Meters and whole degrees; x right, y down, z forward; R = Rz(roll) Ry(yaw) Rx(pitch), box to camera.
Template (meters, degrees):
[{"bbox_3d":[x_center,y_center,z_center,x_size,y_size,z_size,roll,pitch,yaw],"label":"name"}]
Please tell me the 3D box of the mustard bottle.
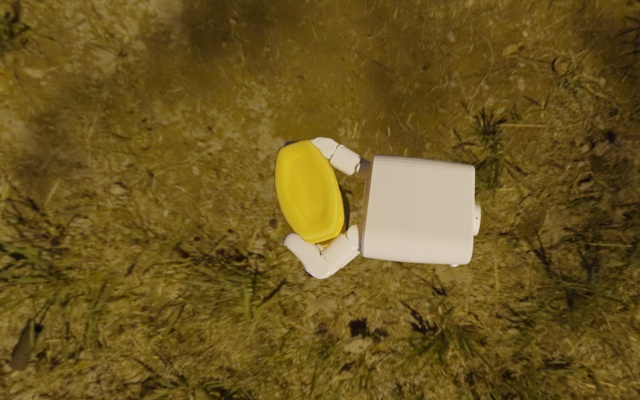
[{"bbox_3d":[0.000,0.002,0.528,0.058,0.096,0.191,-19,-10,5],"label":"mustard bottle"}]
